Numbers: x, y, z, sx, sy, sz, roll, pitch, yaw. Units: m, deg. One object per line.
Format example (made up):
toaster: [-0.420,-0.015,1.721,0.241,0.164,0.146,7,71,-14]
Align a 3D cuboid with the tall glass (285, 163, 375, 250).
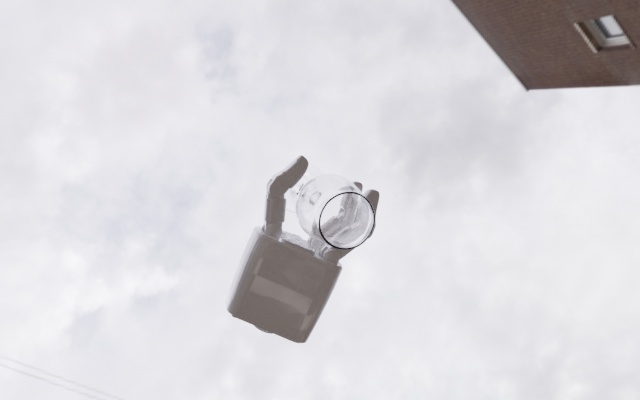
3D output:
tall glass: [0.000,0.002,0.581,0.079,0.079,0.201,0,11,-17]
